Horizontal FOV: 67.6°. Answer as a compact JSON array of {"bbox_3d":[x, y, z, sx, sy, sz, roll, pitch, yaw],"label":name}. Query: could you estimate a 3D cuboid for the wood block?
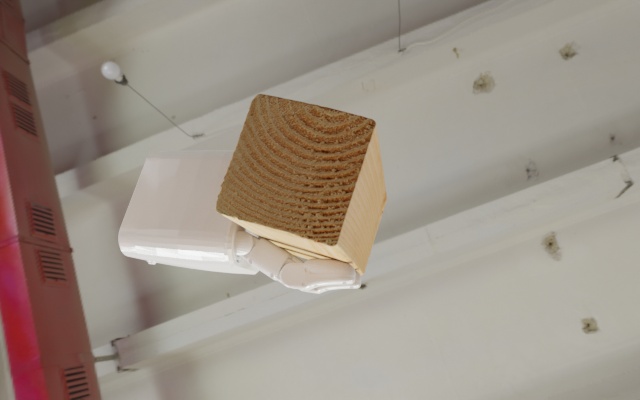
[{"bbox_3d":[0.000,0.001,0.412,0.090,0.091,0.206,15,-10,13],"label":"wood block"}]
